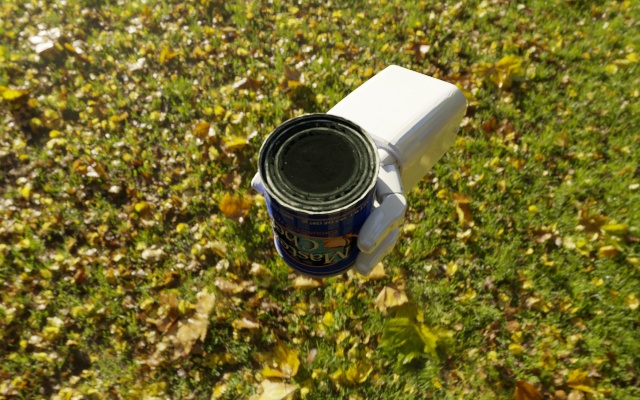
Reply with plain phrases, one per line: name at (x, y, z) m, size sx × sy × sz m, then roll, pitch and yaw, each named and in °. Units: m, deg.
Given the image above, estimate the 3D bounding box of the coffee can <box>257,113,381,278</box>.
coffee can at (0.000, 0.002, 0.456) m, size 0.103 × 0.102 × 0.140 m, roll 0°, pitch -30°, yaw 1°
